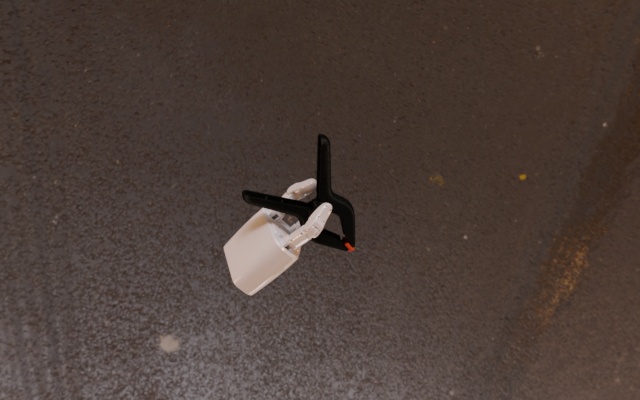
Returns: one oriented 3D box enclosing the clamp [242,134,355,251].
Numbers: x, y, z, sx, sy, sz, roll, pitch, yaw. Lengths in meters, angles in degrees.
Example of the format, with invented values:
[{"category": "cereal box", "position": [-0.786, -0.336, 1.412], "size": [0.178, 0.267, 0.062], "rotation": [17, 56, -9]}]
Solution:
[{"category": "clamp", "position": [0.000, 0.003, 0.785], "size": [0.210, 0.164, 0.036], "rotation": [43, 13, -26]}]
